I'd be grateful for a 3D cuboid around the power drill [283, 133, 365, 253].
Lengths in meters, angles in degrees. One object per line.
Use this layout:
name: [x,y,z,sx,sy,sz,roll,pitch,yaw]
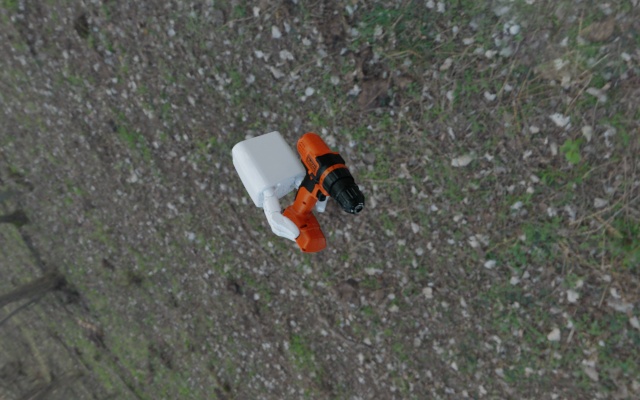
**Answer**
power drill: [0.000,0.003,0.835,0.057,0.188,0.184,-7,46,-31]
